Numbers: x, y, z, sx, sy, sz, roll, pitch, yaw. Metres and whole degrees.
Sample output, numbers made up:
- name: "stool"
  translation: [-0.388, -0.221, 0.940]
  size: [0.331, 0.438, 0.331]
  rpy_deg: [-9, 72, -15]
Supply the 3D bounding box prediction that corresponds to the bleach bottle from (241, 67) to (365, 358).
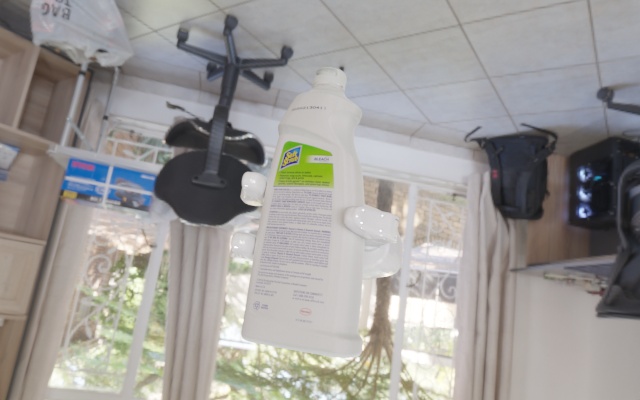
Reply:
- name: "bleach bottle"
  translation: [0.000, 0.001, 0.422]
  size: [0.102, 0.250, 0.068]
  rpy_deg: [4, -14, 20]
